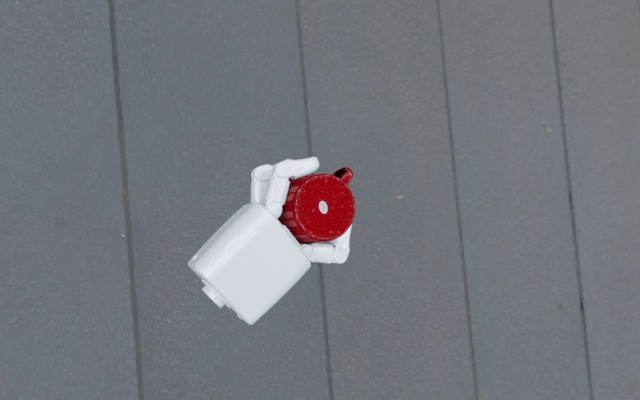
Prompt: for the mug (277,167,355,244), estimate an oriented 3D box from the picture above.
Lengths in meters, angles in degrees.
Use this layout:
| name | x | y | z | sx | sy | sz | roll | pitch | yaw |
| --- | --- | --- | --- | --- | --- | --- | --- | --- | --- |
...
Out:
| name | x | y | z | sx | sy | sz | roll | pitch | yaw |
| --- | --- | --- | --- | --- | --- | --- | --- | --- | --- |
| mug | 0.001 | 0.001 | 0.604 | 0.117 | 0.093 | 0.081 | -46 | 13 | -17 |
